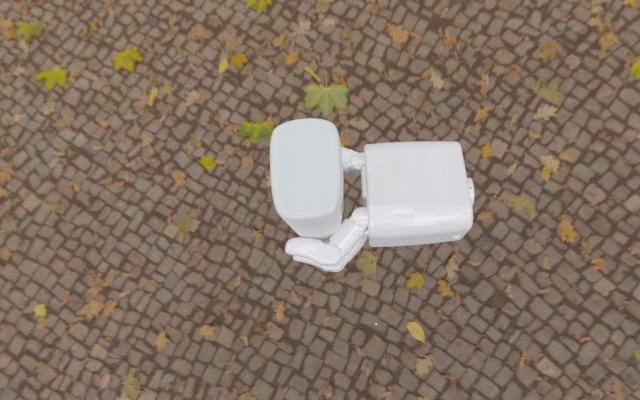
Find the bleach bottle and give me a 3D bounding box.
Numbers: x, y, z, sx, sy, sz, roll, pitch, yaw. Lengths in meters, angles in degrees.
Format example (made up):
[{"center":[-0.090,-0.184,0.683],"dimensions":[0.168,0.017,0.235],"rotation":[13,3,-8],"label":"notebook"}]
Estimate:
[{"center":[0.000,0.002,0.557],"dimensions":[0.068,0.102,0.251],"rotation":[-4,-15,6],"label":"bleach bottle"}]
